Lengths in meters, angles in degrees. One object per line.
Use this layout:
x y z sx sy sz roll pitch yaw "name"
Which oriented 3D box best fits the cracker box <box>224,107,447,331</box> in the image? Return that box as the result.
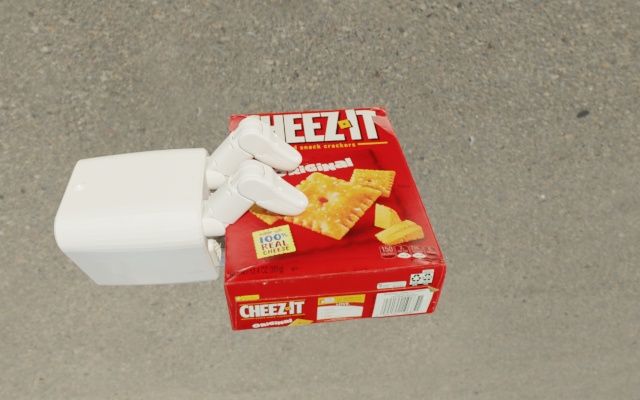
0.000 0.002 0.429 0.164 0.072 0.213 -4 44 -6 "cracker box"
